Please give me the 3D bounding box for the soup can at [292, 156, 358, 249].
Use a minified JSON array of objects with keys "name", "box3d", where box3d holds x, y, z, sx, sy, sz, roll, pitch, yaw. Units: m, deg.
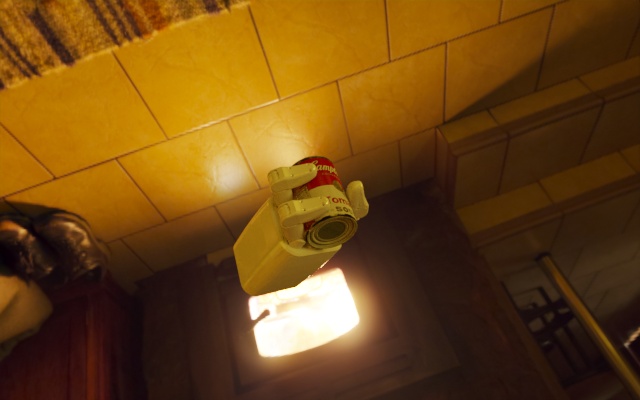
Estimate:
[{"name":"soup can","box3d":[0.001,0.002,0.609,0.068,0.102,0.069,-13,-37,-10]}]
